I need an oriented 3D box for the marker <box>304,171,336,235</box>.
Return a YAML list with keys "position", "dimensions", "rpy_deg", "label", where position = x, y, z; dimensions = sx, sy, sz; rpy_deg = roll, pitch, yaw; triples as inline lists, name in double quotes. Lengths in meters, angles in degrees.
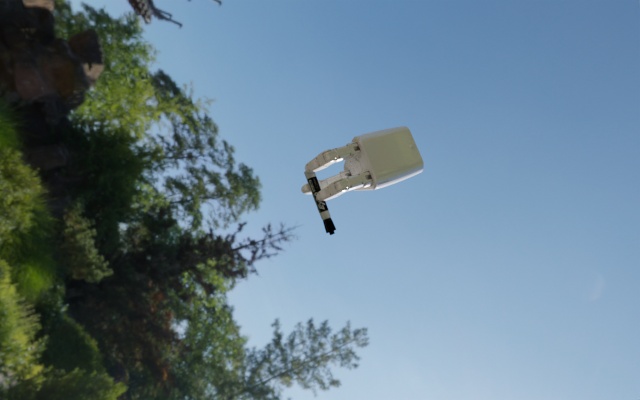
- position: [0.000, 0.003, 0.836]
  dimensions: [0.020, 0.121, 0.020]
  rpy_deg: [-20, -9, -3]
  label: "marker"
